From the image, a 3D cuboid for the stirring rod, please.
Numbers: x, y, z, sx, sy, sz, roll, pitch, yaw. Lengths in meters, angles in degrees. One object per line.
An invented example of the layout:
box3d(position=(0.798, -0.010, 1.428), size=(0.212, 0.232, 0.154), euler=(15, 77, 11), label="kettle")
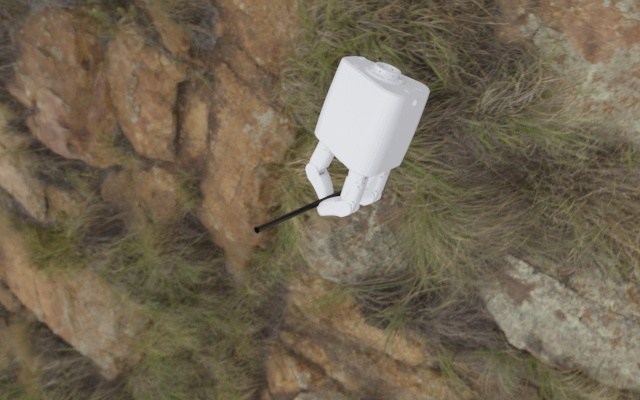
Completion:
box3d(position=(0.000, 0.002, 0.636), size=(0.011, 0.011, 0.239), euler=(0, 15, 39), label="stirring rod")
